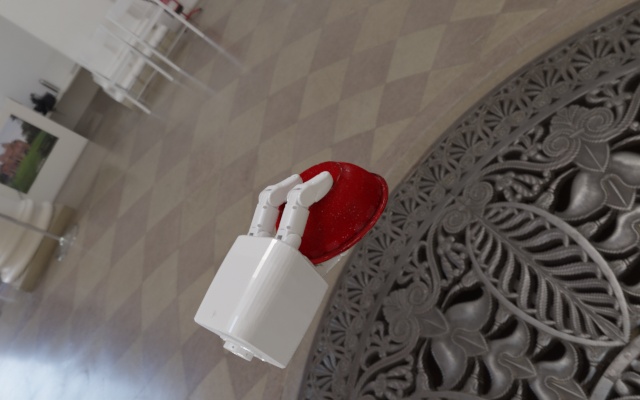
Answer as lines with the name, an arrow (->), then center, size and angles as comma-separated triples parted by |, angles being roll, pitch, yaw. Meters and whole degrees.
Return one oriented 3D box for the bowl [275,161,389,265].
bowl -> 0.000, 0.001, 0.587 | 0.162, 0.055, 0.162 | -28, 29, 17
